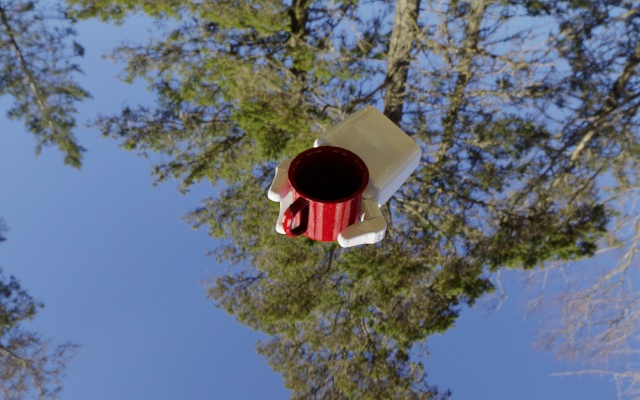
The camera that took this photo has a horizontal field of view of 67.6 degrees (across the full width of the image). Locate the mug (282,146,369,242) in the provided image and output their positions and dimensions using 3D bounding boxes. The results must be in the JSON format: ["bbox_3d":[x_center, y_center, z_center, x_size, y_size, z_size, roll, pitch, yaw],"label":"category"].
[{"bbox_3d":[-0.001,0.003,0.565,0.093,0.082,0.117,33,55,24],"label":"mug"}]
